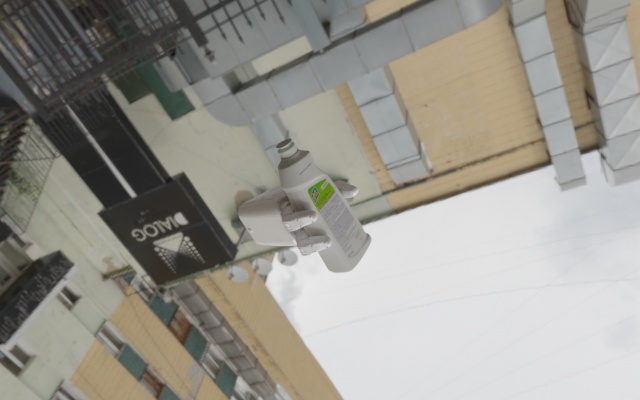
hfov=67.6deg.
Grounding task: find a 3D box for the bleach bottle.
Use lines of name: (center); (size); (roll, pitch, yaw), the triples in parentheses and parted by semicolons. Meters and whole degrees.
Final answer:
bleach bottle: (0.000, 0.003, 0.818); (0.068, 0.251, 0.102); (-6, 34, 39)
